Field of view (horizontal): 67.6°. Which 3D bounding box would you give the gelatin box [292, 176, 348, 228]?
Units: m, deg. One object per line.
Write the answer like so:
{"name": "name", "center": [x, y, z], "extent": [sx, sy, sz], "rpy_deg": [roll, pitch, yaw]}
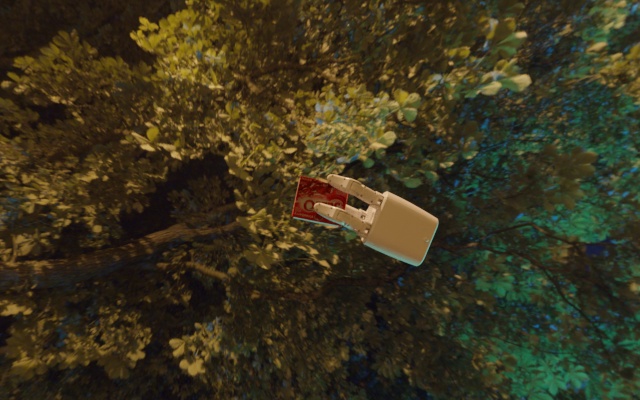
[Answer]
{"name": "gelatin box", "center": [0.000, 0.003, 0.831], "extent": [0.089, 0.073, 0.030], "rpy_deg": [12, -7, -3]}
